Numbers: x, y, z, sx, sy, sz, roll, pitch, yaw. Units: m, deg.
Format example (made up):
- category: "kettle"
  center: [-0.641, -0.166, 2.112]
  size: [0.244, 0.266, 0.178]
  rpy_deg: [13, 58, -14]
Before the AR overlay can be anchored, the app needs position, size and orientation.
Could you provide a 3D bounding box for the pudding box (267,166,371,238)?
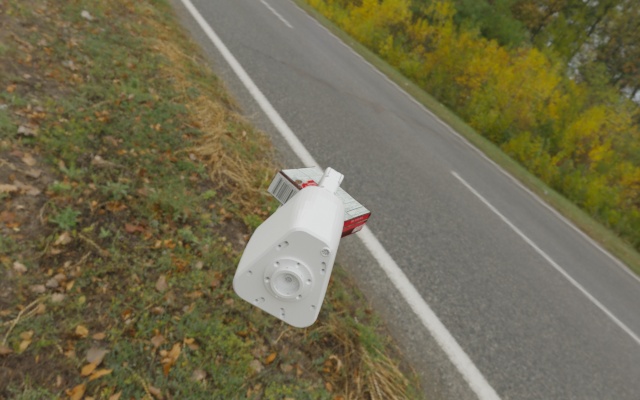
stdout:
- category: "pudding box"
  center: [0.000, 0.002, 0.628]
  size: [0.113, 0.039, 0.090]
  rpy_deg: [42, 25, 20]
